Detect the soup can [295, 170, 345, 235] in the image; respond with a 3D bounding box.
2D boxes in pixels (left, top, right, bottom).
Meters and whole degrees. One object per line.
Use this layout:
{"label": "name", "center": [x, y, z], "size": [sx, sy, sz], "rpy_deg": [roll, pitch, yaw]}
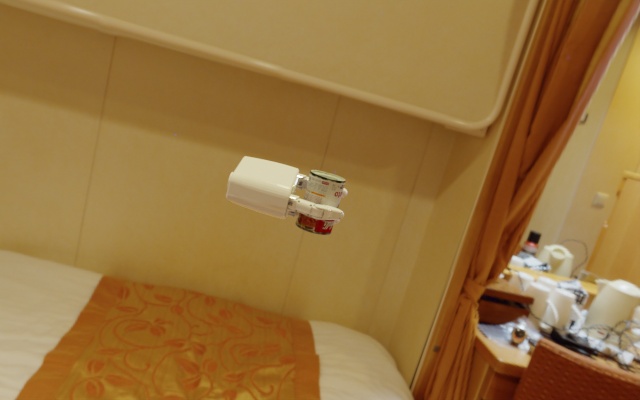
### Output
{"label": "soup can", "center": [0.001, 0.003, 0.862], "size": [0.068, 0.102, 0.068], "rpy_deg": [15, 12, -3]}
